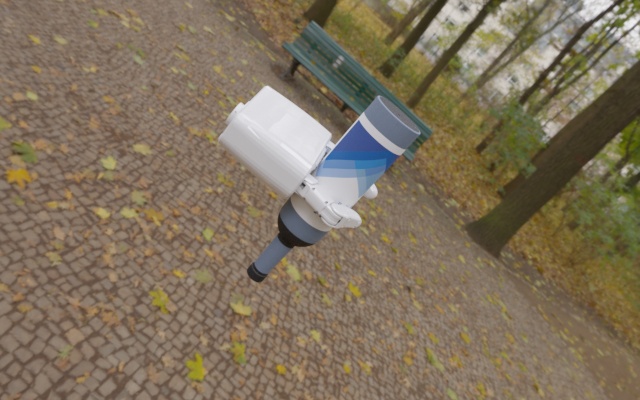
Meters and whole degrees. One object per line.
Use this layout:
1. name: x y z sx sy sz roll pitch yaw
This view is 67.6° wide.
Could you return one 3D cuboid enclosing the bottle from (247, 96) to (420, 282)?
1. bottle: 0.000 0.002 0.607 0.296 0.069 0.069 -48 -23 22
